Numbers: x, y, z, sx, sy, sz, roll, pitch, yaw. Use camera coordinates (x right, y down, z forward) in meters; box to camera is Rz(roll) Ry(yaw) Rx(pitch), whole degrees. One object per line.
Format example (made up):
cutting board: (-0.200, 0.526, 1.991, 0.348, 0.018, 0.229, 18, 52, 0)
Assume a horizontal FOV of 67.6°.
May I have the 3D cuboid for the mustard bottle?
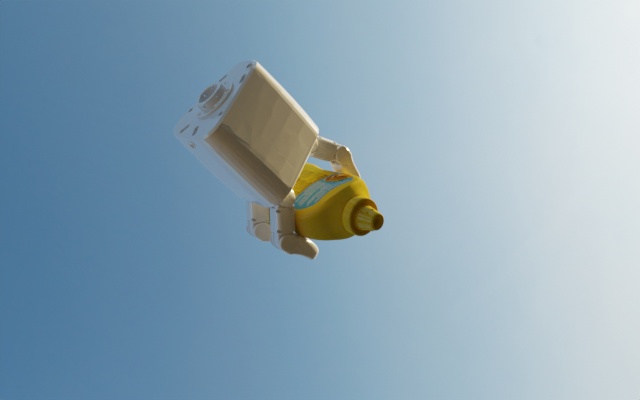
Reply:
mustard bottle: (0.000, 0.002, 0.549, 0.096, 0.058, 0.191, -32, 29, -27)
